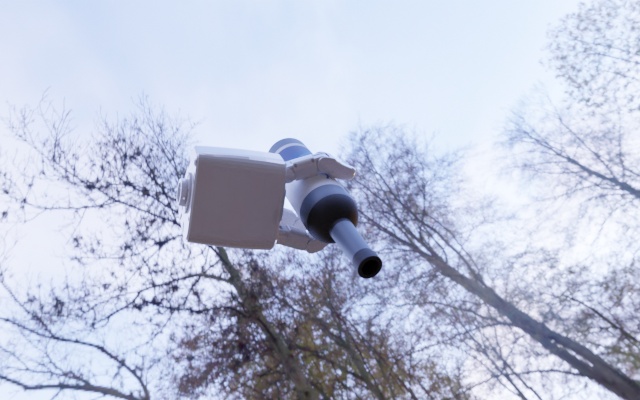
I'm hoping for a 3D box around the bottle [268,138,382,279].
[{"bbox_3d":[0.000,0.002,0.600,0.069,0.069,0.295,0,26,-22],"label":"bottle"}]
